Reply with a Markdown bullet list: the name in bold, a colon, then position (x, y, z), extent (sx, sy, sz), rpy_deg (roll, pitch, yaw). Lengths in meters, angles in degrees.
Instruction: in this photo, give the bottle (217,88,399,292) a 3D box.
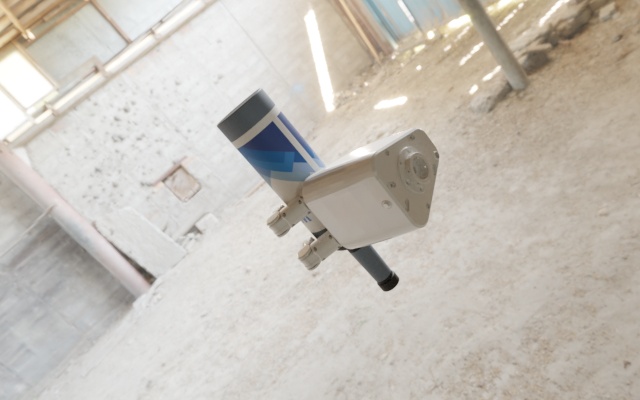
- **bottle**: position (0.000, 0.002, 0.576), extent (0.069, 0.296, 0.069), rpy_deg (-36, 18, 14)
